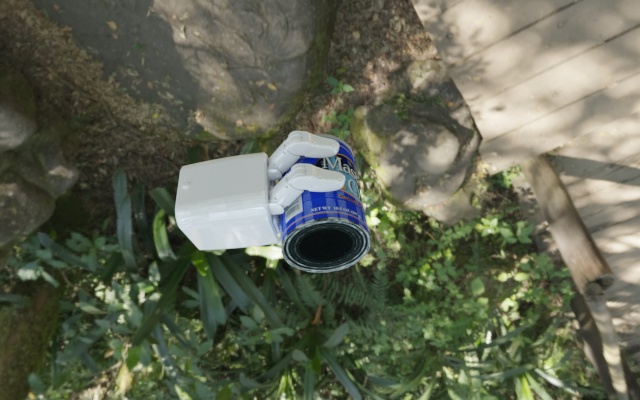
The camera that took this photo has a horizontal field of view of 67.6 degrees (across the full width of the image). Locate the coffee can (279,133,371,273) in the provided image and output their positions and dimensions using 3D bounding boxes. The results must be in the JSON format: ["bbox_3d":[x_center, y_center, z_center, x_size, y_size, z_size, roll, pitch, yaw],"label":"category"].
[{"bbox_3d":[0.000,0.002,0.587,0.103,0.140,0.103,-4,-41,-4],"label":"coffee can"}]
